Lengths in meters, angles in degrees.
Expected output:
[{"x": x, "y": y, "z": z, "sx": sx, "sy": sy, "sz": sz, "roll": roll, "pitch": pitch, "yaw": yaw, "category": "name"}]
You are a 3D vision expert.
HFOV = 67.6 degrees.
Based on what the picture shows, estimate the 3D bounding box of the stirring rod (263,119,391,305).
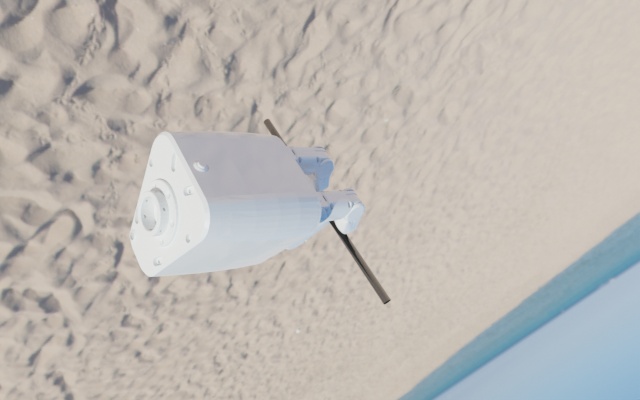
[{"x": 0.000, "y": 0.002, "z": 0.483, "sx": 0.011, "sy": 0.239, "sz": 0.011, "roll": -27, "pitch": -26, "yaw": -14, "category": "stirring rod"}]
